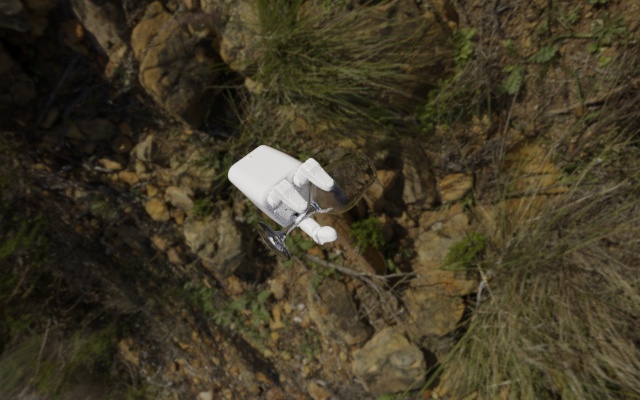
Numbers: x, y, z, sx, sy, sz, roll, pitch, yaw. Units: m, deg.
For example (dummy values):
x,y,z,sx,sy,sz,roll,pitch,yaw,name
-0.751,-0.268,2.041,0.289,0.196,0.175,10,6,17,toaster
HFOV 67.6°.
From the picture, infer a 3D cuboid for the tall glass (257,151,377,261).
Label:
x,y,z,sx,sy,sz,roll,pitch,yaw,name
0.000,0.003,0.745,0.201,0.079,0.079,-40,17,-22,tall glass
